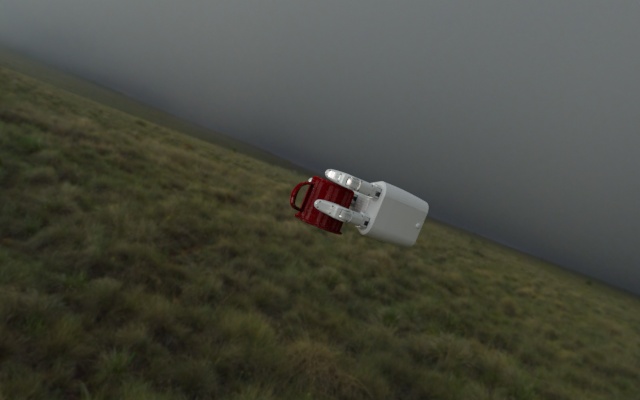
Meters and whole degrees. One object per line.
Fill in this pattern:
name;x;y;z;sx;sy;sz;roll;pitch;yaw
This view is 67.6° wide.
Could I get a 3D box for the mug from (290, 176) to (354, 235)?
mug;-0.001;0.002;0.850;0.117;0.081;0.093;21;3;-27
